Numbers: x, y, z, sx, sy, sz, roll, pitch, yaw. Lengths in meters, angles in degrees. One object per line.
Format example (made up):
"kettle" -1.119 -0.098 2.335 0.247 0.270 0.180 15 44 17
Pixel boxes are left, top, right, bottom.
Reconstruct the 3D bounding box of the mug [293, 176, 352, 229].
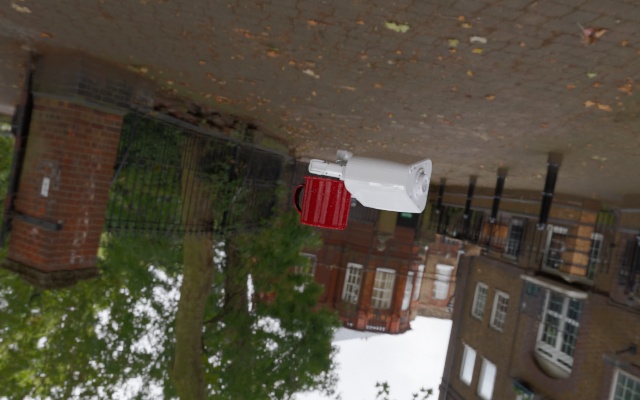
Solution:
"mug" -0.001 0.003 0.831 0.117 0.081 0.093 9 1 32
